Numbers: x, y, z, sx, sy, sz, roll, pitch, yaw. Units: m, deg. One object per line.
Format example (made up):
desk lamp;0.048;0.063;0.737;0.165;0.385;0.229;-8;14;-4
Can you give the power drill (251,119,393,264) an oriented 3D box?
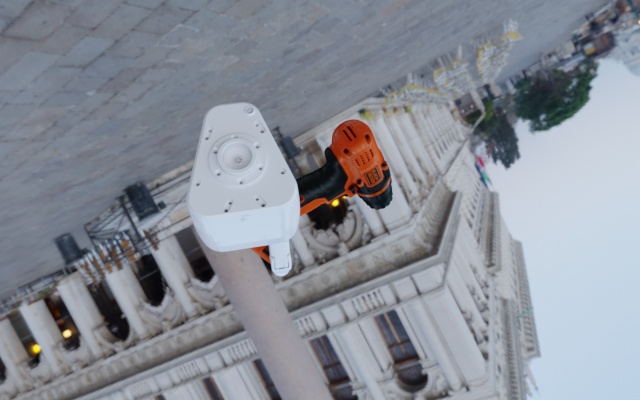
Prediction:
power drill;0.000;0.002;0.577;0.187;0.057;0.184;-35;-30;1
